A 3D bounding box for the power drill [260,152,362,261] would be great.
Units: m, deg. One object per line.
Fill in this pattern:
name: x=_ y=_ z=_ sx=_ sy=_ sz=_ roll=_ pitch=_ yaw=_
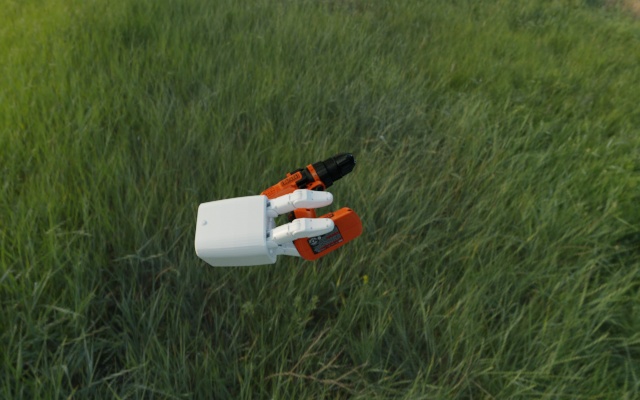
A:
power drill: x=0.000 y=0.003 z=0.788 sx=0.184 sy=0.057 sz=0.187 roll=-30 pitch=35 yaw=-1
